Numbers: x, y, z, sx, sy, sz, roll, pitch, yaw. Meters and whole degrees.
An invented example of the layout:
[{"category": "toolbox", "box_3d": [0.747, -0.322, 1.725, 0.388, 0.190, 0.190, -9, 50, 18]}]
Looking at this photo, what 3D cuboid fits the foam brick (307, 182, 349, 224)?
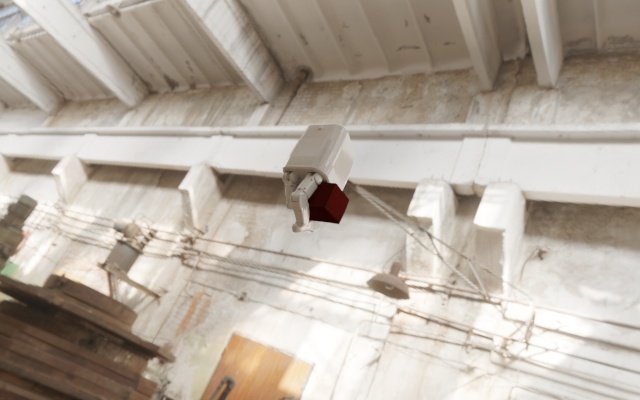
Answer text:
[{"category": "foam brick", "box_3d": [0.000, 0.003, 0.825, 0.078, 0.051, 0.053, 6, -32, 39]}]
